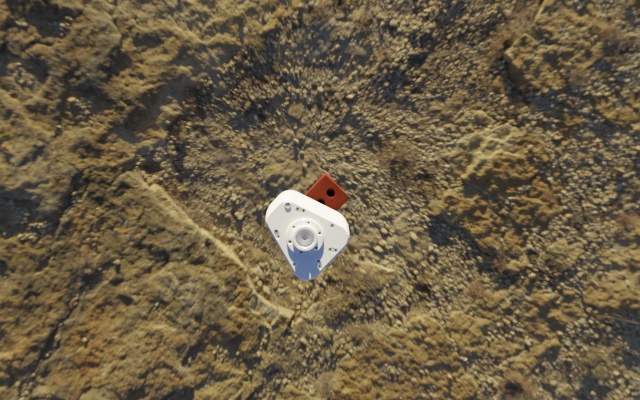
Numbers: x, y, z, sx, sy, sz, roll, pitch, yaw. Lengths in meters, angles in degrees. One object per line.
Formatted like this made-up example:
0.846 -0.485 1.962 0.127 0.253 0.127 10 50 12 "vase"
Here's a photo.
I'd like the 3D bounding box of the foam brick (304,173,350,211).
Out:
0.000 0.002 0.746 0.053 0.078 0.051 43 3 -5 "foam brick"
